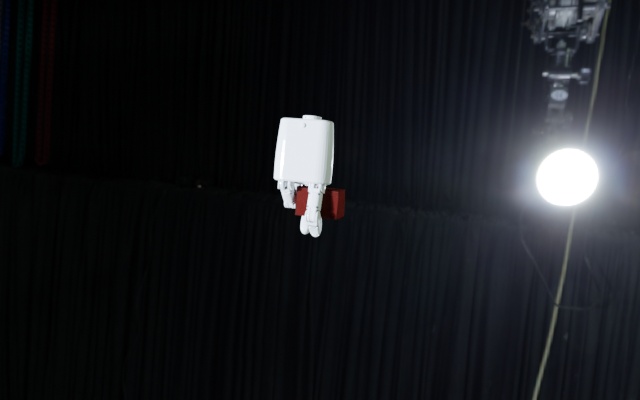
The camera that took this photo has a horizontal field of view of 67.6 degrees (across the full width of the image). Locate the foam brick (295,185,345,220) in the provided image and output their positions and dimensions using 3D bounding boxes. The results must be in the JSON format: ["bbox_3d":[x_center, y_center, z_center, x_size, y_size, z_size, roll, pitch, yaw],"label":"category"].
[{"bbox_3d":[0.000,0.003,0.835,0.078,0.051,0.053,6,4,14],"label":"foam brick"}]
